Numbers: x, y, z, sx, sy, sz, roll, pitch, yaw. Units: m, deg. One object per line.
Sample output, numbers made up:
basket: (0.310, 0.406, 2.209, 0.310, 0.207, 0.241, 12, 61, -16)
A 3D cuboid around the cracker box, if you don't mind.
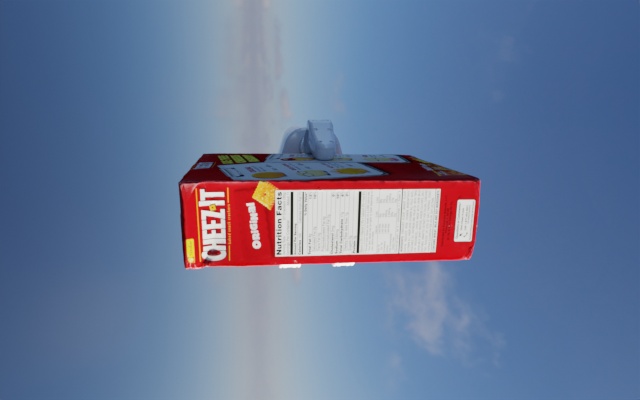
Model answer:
cracker box: (0.000, 0.001, 0.411, 0.214, 0.072, 0.164, -1, 12, -8)
